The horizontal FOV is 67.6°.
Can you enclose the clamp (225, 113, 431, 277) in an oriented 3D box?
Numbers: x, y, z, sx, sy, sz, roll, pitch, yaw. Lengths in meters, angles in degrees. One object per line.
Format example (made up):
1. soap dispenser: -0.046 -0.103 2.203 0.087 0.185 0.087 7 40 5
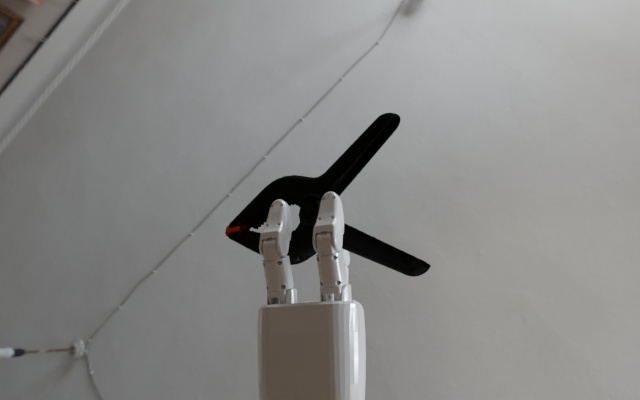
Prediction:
1. clamp: 0.000 0.002 0.484 0.210 0.164 0.036 -8 -22 22
